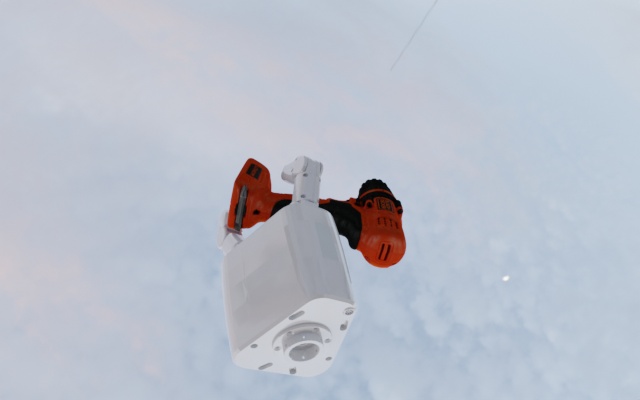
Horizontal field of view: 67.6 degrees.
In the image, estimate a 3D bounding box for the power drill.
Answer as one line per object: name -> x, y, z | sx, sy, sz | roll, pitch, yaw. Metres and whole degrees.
power drill -> 0.000, 0.002, 0.539 | 0.187, 0.057, 0.184 | 11, 19, -2
